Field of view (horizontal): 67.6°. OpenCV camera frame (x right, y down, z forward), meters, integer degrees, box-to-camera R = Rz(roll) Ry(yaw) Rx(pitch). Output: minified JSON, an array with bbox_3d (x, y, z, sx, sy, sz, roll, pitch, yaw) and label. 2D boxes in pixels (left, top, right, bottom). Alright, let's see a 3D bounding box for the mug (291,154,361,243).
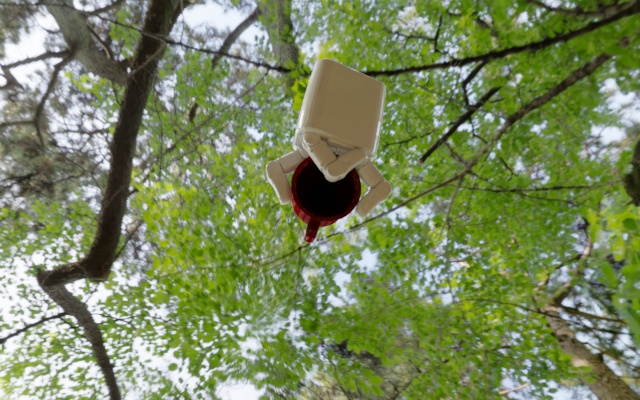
[{"bbox_3d":[0.000,0.004,0.657,0.093,0.117,0.081,15,-15,-4],"label":"mug"}]
